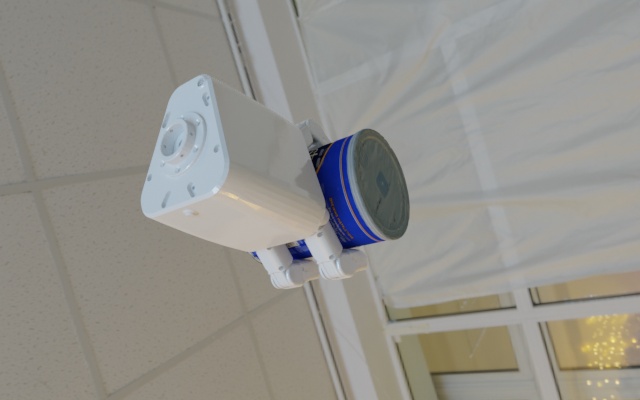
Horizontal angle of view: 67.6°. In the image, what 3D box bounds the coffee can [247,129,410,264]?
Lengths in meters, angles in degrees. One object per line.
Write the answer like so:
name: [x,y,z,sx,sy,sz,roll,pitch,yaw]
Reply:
coffee can: [0.000,0.001,0.461,0.140,0.103,0.103,-17,-9,32]
